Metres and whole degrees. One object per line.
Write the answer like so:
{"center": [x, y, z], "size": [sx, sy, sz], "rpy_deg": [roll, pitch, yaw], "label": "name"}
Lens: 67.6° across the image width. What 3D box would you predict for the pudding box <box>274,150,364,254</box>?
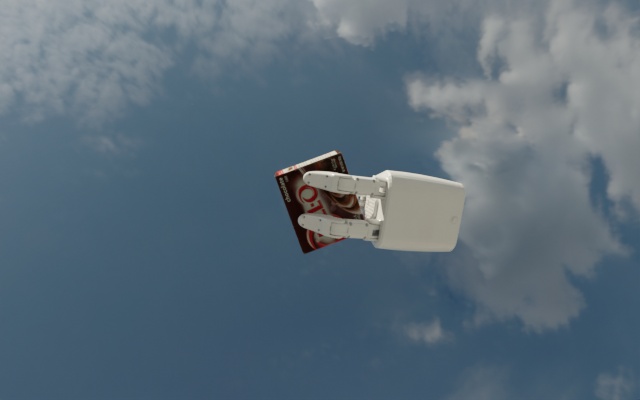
{"center": [0.000, 0.002, 0.621], "size": [0.090, 0.113, 0.039], "rpy_deg": [-21, 13, -4], "label": "pudding box"}
